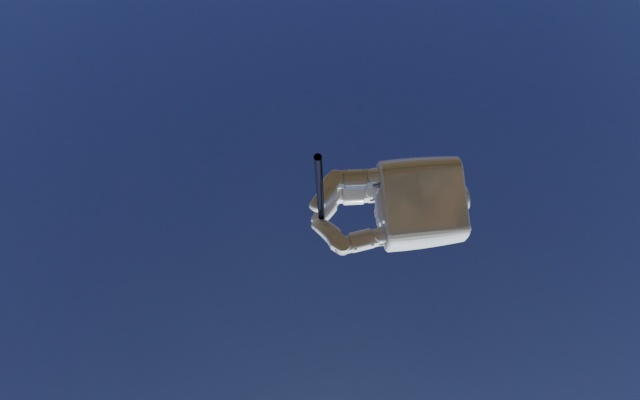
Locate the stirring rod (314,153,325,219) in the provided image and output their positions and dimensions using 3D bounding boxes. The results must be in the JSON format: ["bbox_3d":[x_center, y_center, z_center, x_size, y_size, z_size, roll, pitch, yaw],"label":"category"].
[{"bbox_3d":[0.000,0.002,0.565,0.011,0.011,0.240,0,-21,1],"label":"stirring rod"}]
